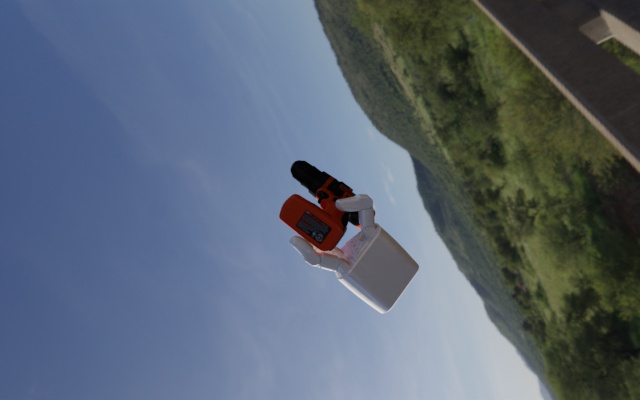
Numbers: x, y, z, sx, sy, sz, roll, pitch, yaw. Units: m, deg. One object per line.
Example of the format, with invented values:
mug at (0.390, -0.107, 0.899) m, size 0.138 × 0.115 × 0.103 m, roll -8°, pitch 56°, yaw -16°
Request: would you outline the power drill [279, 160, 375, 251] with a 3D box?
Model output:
power drill at (0.000, 0.003, 0.830) m, size 0.184 × 0.057 × 0.187 m, roll 35°, pitch 25°, yaw 7°
